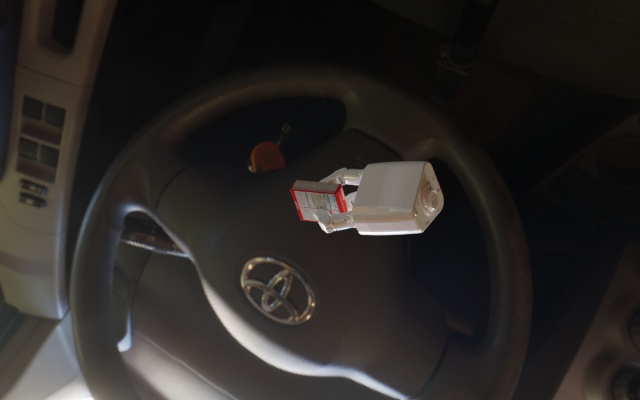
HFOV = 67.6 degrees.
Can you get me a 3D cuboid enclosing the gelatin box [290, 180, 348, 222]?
[{"bbox_3d":[0.000,0.003,0.824,0.089,0.073,0.030,5,44,25],"label":"gelatin box"}]
